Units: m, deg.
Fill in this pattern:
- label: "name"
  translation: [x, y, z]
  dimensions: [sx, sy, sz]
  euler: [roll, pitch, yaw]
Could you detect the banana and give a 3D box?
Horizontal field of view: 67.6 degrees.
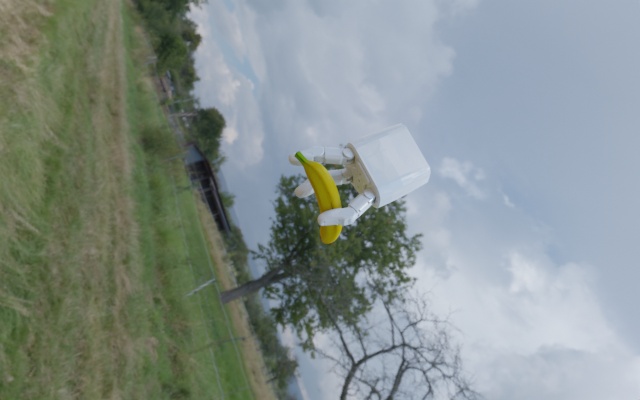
- label: "banana"
  translation: [0.009, 0.008, 0.796]
  dimensions: [0.037, 0.198, 0.069]
  euler: [-28, 38, -17]
